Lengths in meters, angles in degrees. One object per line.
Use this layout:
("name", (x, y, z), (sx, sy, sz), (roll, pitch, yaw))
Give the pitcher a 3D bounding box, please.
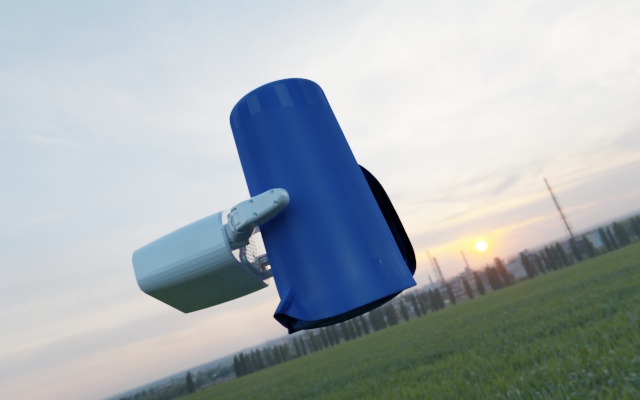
("pitcher", (0.000, 0.002, 0.496), (0.145, 0.242, 0.149), (-22, -14, 6))
